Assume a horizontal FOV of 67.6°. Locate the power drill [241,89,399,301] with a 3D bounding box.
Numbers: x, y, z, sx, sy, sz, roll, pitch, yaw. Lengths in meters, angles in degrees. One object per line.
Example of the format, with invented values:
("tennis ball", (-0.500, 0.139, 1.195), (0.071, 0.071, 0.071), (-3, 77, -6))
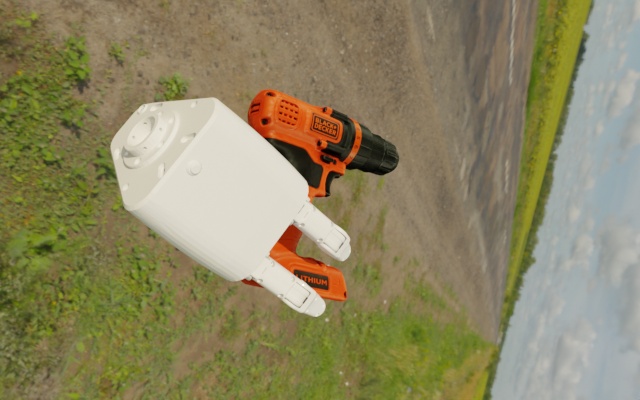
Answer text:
("power drill", (0.000, 0.002, 0.478), (0.184, 0.187, 0.057), (16, -13, -34))
